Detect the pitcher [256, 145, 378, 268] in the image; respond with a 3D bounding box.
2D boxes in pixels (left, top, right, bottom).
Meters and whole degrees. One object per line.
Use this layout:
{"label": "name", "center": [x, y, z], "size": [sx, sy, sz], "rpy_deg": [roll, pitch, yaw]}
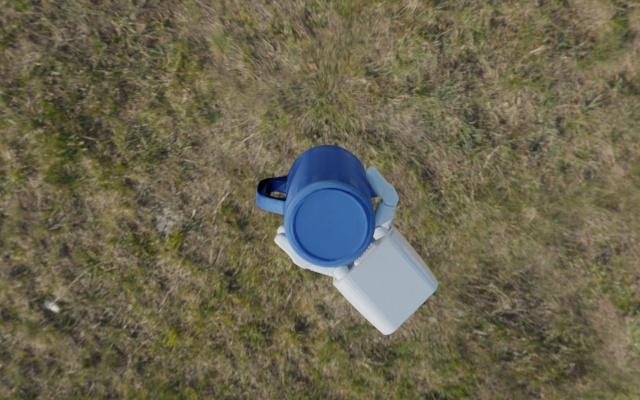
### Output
{"label": "pitcher", "center": [0.000, 0.002, 0.665], "size": [0.149, 0.145, 0.242], "rpy_deg": [-40, 10, 9]}
